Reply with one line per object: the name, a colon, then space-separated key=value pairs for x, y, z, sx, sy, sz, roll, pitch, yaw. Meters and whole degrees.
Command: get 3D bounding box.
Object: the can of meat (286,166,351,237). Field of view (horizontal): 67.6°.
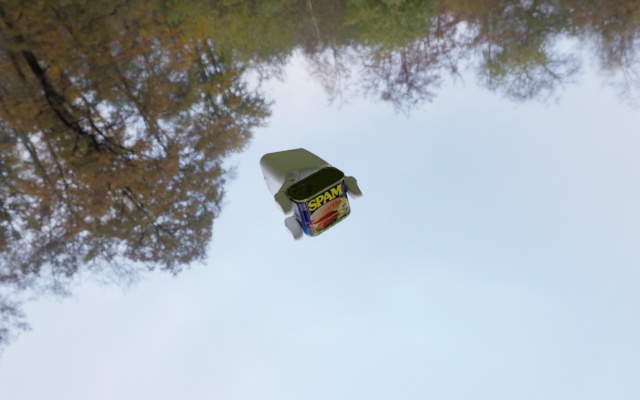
can of meat: x=0.000 y=0.003 z=0.829 sx=0.102 sy=0.084 sz=0.057 roll=-30 pitch=37 yaw=-20
